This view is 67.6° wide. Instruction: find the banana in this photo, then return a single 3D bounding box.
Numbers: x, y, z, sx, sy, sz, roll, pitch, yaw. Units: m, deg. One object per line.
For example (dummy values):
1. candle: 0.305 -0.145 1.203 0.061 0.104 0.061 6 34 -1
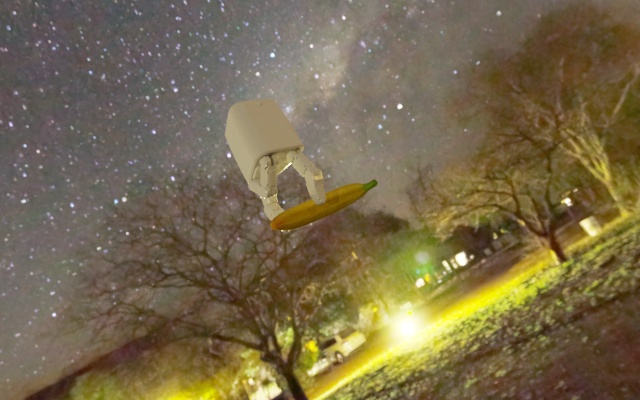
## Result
1. banana: 0.000 0.008 0.813 0.198 0.037 0.070 -25 -15 -17
